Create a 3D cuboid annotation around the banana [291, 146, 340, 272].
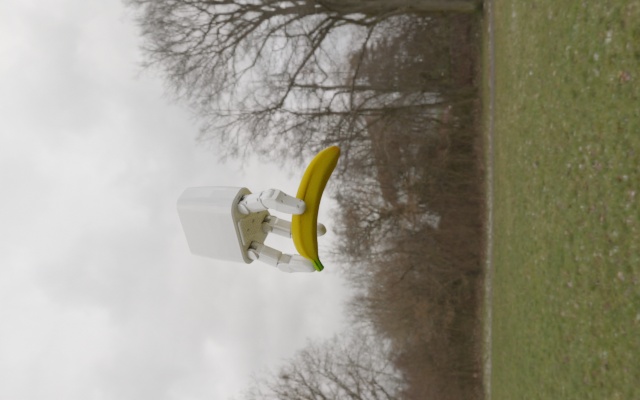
[{"bbox_3d":[-0.009,-0.001,0.696,0.037,0.197,0.070,0,-20,29],"label":"banana"}]
